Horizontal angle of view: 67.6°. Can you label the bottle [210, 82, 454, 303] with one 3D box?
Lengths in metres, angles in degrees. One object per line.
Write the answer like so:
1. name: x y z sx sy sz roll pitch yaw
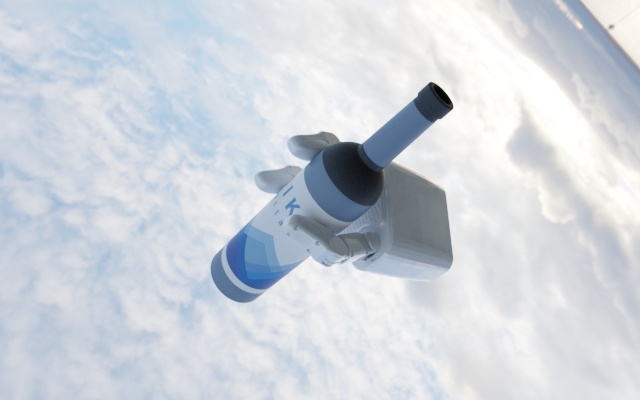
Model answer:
1. bottle: 0.000 0.002 0.441 0.069 0.069 0.296 0 -33 -48
